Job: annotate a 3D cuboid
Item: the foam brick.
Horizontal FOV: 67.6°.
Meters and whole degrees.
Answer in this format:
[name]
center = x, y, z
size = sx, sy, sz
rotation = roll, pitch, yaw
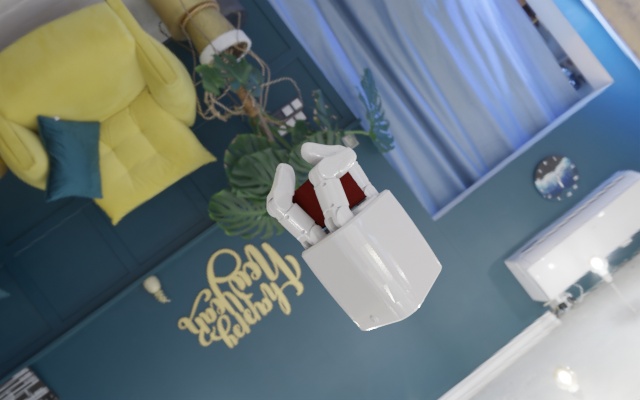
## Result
[foam brick]
center = 0.000, 0.002, 0.524
size = 0.053, 0.051, 0.078
rotation = -36, -1, -38
